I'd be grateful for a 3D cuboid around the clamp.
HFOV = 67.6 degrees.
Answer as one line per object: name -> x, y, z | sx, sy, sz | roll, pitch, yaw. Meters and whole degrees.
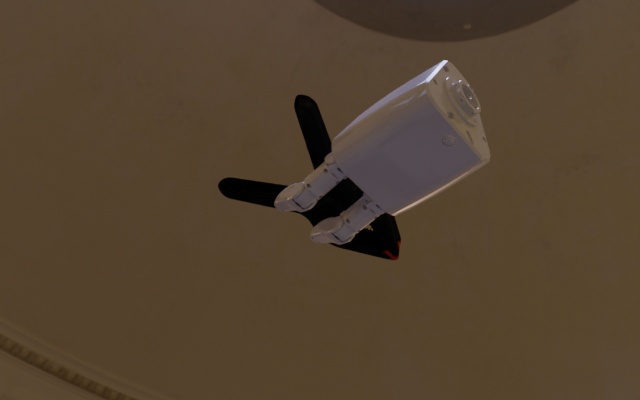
clamp -> 0.001, 0.001, 0.519 | 0.210, 0.036, 0.164 | 42, -49, -21
